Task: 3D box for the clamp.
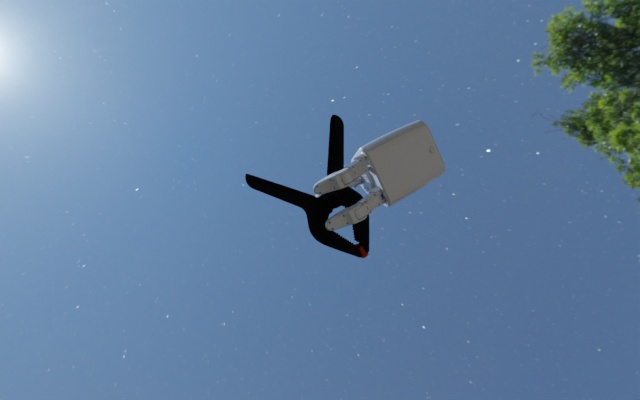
[{"bbox_3d":[0.000,0.003,0.703,0.164,0.210,0.036,-28,12,-8],"label":"clamp"}]
